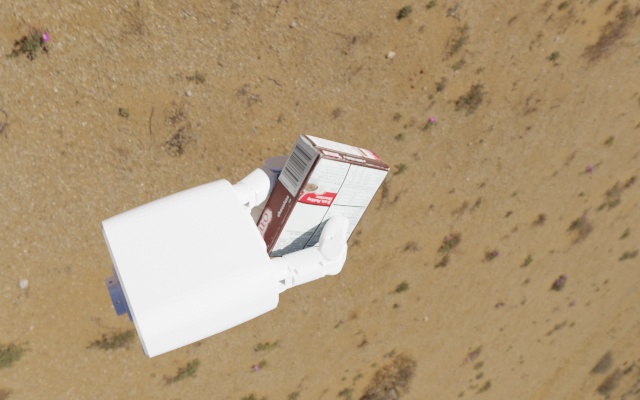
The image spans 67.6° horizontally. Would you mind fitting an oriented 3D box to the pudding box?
[{"bbox_3d":[0.000,0.002,0.444,0.090,0.113,0.039,7,32,-42],"label":"pudding box"}]
